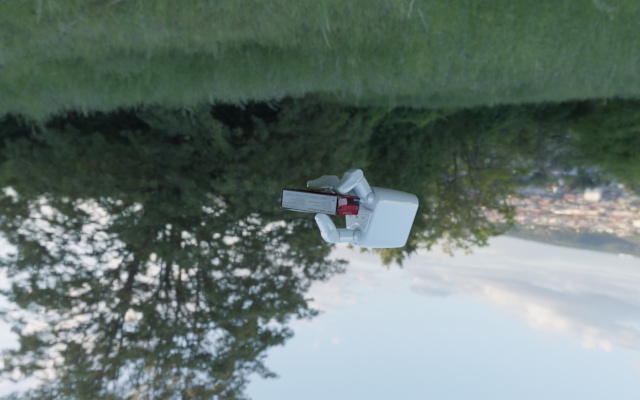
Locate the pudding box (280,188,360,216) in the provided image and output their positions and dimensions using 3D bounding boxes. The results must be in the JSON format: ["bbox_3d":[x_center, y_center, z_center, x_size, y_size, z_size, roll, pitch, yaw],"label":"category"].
[{"bbox_3d":[0.000,0.003,0.831,0.113,0.039,0.090,5,0,28],"label":"pudding box"}]
